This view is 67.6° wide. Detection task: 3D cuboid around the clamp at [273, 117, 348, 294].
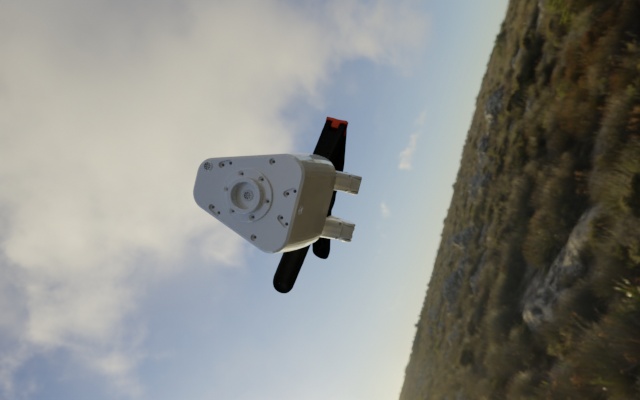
[{"bbox_3d":[-0.001,0.001,0.606,0.036,0.210,0.164,16,6,14],"label":"clamp"}]
